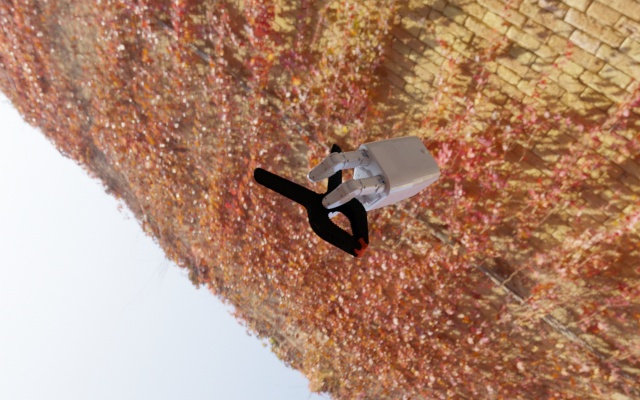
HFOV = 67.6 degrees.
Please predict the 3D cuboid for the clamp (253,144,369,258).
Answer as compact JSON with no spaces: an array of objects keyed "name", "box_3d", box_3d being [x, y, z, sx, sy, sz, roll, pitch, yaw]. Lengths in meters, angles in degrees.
[{"name":"clamp","box_3d":[0.000,0.003,0.747,0.164,0.210,0.036,-15,-32,-24]}]
